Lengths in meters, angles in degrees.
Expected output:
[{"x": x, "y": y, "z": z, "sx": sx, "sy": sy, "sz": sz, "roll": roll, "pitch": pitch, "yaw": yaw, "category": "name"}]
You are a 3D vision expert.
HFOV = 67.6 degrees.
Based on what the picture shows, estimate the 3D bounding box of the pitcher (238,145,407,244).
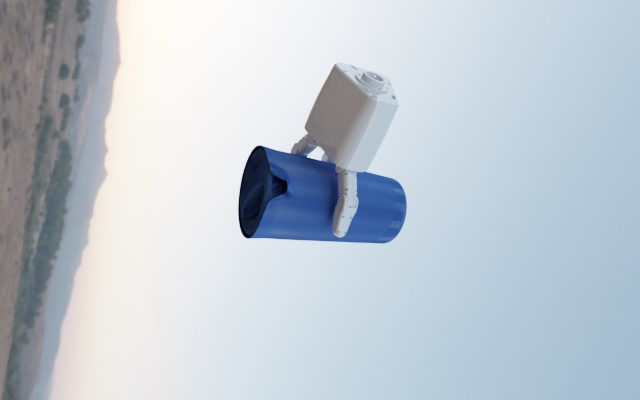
[{"x": 0.000, "y": 0.002, "z": 0.732, "sx": 0.243, "sy": 0.145, "sz": 0.149, "roll": 9, "pitch": 35, "yaw": -26, "category": "pitcher"}]
